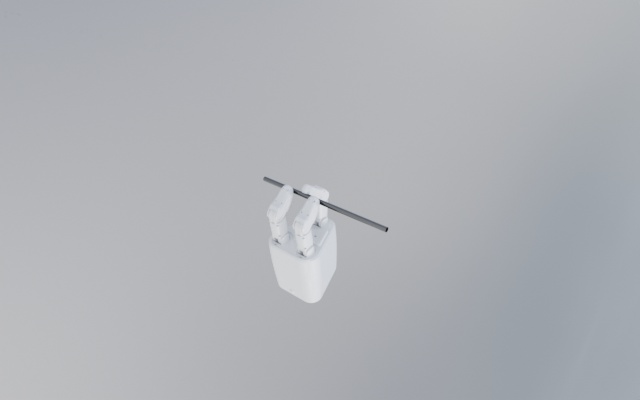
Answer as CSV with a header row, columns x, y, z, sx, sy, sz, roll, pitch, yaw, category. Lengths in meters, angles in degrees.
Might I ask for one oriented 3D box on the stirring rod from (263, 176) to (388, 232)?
x,y,z,sx,sy,sz,roll,pitch,yaw,category
0.000,0.002,0.739,0.239,0.011,0.011,23,12,32,stirring rod
